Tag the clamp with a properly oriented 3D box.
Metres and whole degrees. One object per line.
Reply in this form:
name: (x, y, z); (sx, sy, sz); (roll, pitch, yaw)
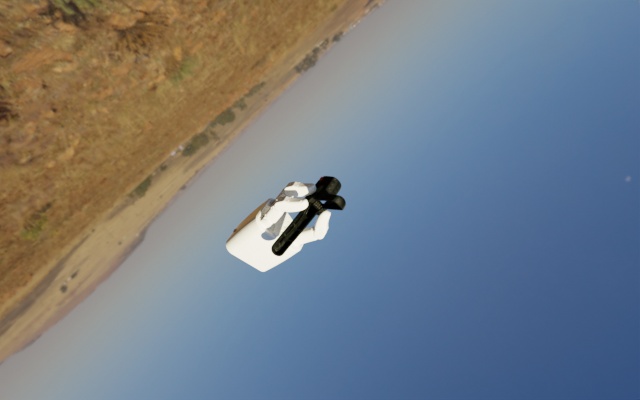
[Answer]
clamp: (0.001, 0.003, 0.867); (0.164, 0.036, 0.210); (-35, 15, 32)
